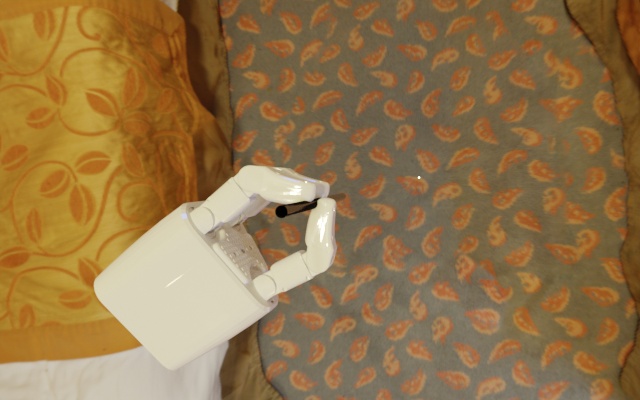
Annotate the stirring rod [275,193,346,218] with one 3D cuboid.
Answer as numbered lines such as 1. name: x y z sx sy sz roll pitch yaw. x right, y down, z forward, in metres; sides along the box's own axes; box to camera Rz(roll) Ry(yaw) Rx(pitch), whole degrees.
1. stirring rod: 0.000 0.001 0.412 0.011 0.011 0.239 0 3 12
